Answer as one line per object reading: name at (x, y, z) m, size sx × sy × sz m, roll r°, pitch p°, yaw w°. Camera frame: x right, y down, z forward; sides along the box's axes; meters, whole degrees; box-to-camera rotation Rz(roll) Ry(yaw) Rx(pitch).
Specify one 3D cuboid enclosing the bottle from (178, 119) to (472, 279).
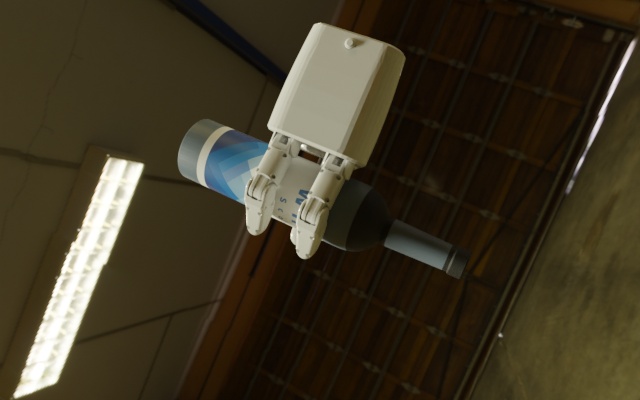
bottle at (0.000, 0.002, 0.466) m, size 0.295 × 0.069 × 0.069 m, roll 24°, pitch 7°, yaw 16°
